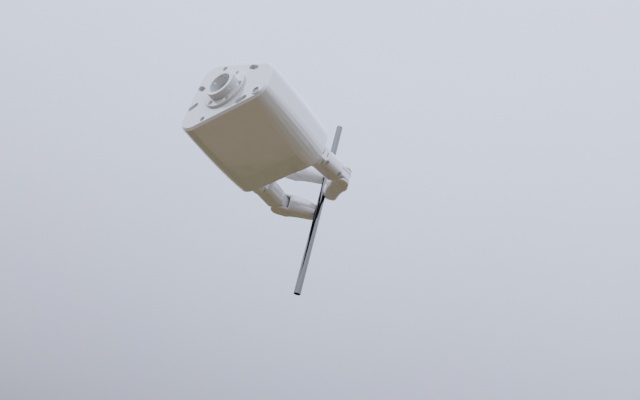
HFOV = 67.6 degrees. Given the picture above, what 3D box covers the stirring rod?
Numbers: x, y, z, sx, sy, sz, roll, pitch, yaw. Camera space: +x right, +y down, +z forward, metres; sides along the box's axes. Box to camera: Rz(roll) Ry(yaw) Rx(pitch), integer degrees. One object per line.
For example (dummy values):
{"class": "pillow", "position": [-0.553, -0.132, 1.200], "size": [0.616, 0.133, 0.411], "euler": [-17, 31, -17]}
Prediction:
{"class": "stirring rod", "position": [0.000, 0.002, 0.581], "size": [0.011, 0.239, 0.011], "euler": [11, -31, 6]}
